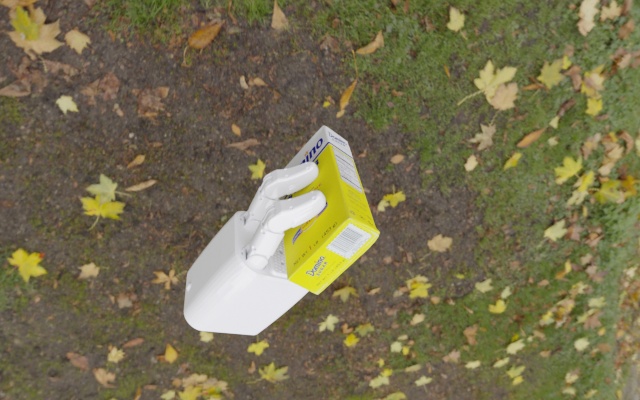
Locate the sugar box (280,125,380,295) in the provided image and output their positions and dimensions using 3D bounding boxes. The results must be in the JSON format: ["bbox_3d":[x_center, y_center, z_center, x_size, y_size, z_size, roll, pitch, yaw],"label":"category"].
[{"bbox_3d":[0.000,0.002,0.507,0.048,0.093,0.176,30,26,-30],"label":"sugar box"}]
